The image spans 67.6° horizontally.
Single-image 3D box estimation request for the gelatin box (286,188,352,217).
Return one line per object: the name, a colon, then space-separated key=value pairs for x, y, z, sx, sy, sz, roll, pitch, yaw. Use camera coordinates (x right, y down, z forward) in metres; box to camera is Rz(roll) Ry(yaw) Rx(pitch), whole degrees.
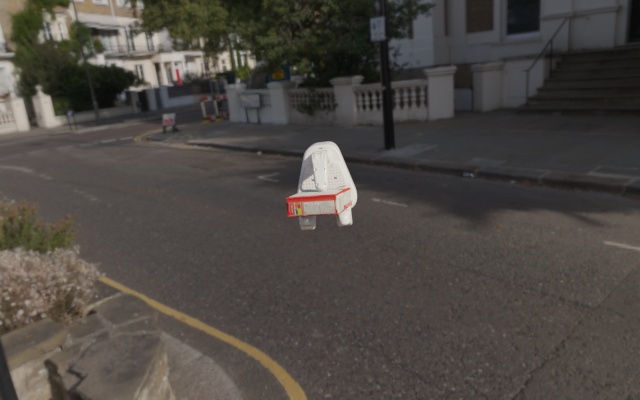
gelatin box: x=0.000 y=0.002 z=0.685 sx=0.073 sy=0.030 sz=0.089 roll=-3 pitch=7 yaw=17
